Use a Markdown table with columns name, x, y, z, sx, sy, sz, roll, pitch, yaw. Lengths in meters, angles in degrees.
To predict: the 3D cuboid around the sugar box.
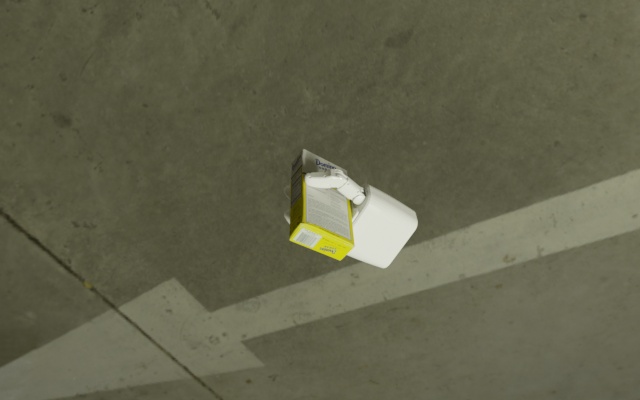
| name | x | y | z | sx | sy | sz | roll | pitch | yaw |
| --- | --- | --- | --- | --- | --- | --- | --- | --- | --- |
| sugar box | 0.000 | 0.003 | 0.754 | 0.093 | 0.176 | 0.048 | 25 | -55 | -22 |
